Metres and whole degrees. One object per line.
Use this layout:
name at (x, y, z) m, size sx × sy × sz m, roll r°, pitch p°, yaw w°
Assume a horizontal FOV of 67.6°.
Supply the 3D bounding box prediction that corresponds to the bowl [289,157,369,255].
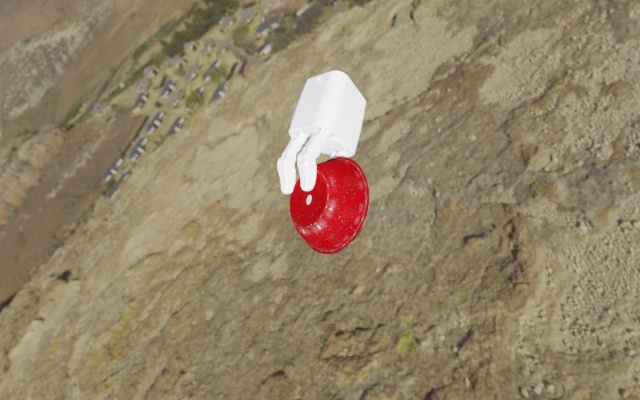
bowl at (0.000, 0.004, 0.757) m, size 0.055 × 0.162 × 0.162 m, roll 14°, pitch -10°, yaw -41°
